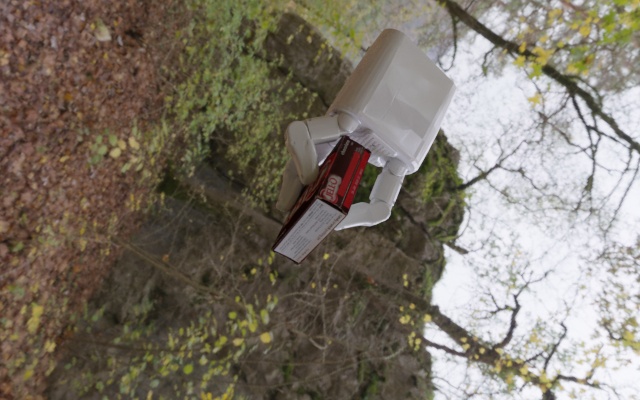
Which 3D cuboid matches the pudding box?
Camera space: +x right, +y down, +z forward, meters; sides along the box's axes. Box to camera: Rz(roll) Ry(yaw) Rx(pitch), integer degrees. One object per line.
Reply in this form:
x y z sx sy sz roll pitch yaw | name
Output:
0.000 0.002 0.478 0.039 0.090 0.113 31 -41 -6 | pudding box
